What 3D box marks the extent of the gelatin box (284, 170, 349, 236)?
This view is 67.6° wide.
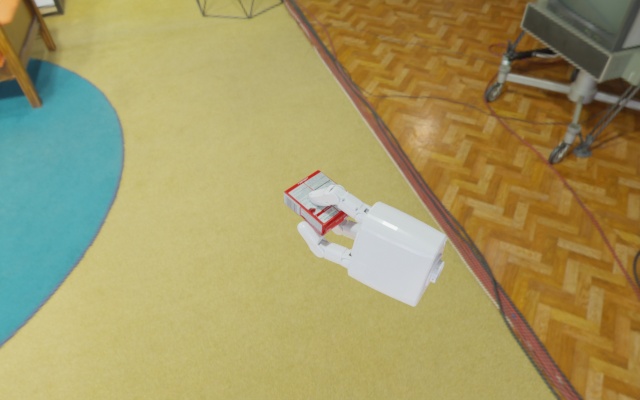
[{"bbox_3d":[0.000,0.002,0.717,0.073,0.030,0.089,-35,60,-30],"label":"gelatin box"}]
